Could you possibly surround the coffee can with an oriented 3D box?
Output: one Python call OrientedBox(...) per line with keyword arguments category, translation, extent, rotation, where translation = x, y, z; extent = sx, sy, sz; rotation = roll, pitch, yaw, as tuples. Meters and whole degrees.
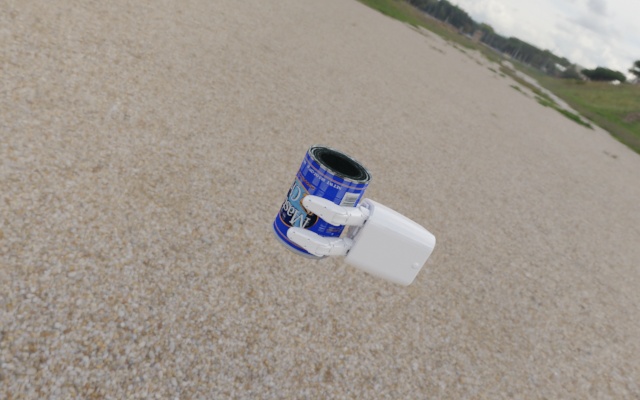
OrientedBox(category="coffee can", translation=(0.000, 0.002, 0.716), extent=(0.103, 0.140, 0.102), rotation=(23, 24, -11))
